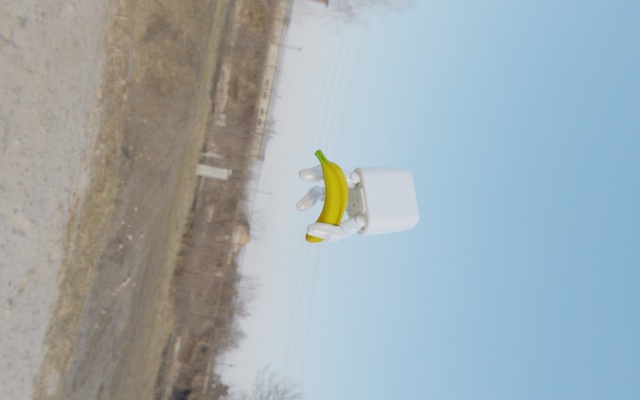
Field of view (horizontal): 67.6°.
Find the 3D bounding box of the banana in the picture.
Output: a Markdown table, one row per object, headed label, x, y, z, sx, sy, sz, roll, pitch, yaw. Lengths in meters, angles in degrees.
| label | x | y | z | sx | sy | sz | roll | pitch | yaw |
| --- | --- | --- | --- | --- | --- | --- | --- | --- | --- |
| banana | 0.012 | 0.010 | 0.800 | 0.037 | 0.198 | 0.069 | -21 | 47 | -33 |
